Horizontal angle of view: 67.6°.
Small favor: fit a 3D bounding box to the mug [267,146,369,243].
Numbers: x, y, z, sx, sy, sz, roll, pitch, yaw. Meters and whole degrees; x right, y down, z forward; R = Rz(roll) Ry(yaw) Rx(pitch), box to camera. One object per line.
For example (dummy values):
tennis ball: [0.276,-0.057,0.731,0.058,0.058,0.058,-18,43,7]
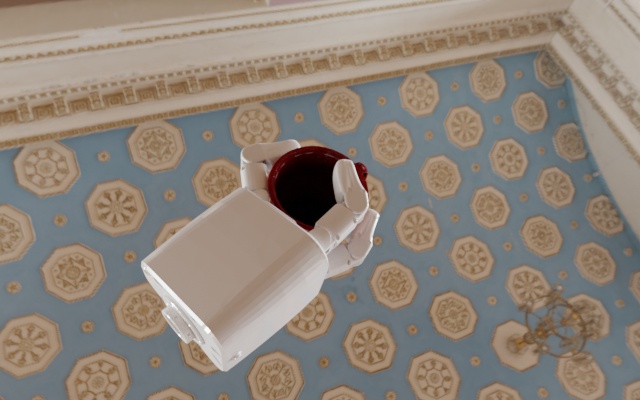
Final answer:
mug: [0.001,0.001,0.472,0.117,0.093,0.081,-36,-17,-28]
